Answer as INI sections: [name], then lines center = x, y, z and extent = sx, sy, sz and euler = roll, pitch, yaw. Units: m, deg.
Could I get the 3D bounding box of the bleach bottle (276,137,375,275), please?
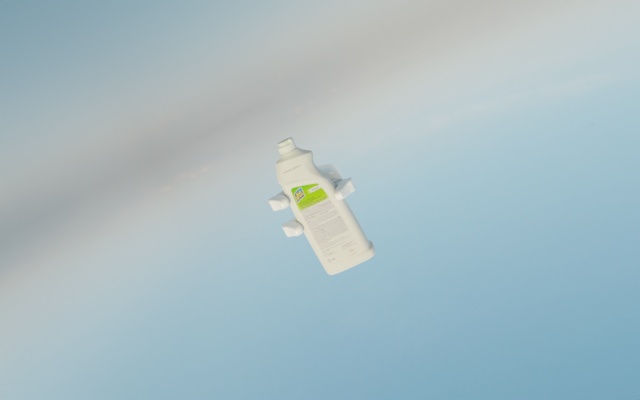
[bleach bottle]
center = 0.000, 0.003, 0.847
extent = 0.102, 0.251, 0.068
euler = -26, 13, 5
